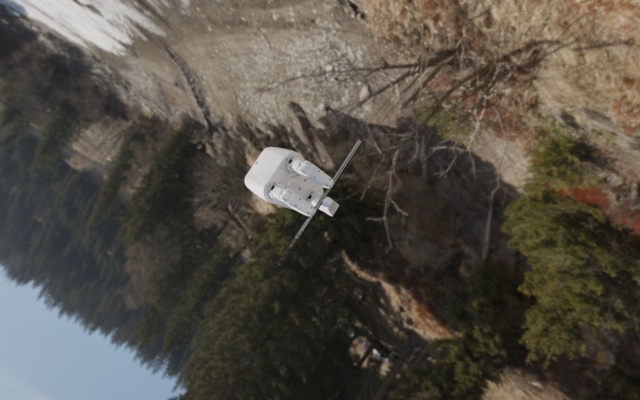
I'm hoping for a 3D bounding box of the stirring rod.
[{"bbox_3d":[0.000,0.002,0.773,0.011,0.239,0.011,33,-5,4],"label":"stirring rod"}]
